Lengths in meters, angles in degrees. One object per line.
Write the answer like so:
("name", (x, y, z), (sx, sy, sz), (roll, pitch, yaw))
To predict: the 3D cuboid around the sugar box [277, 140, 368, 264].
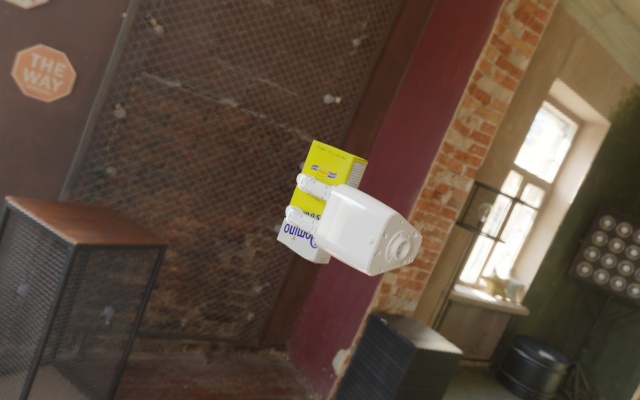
("sugar box", (0.000, 0.002, 0.759), (0.093, 0.176, 0.048), (27, 8, 40))
